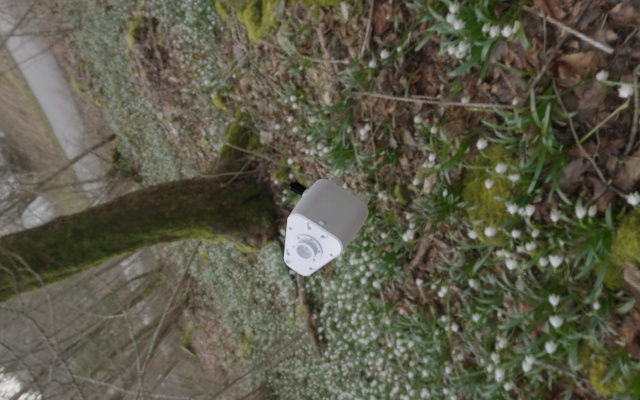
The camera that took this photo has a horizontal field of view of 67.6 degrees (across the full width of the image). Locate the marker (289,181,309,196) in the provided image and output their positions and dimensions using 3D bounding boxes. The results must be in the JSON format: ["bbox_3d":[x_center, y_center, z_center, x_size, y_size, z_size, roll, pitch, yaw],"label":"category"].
[{"bbox_3d":[0.000,0.003,0.811,0.121,0.020,0.020,32,4,6],"label":"marker"}]
